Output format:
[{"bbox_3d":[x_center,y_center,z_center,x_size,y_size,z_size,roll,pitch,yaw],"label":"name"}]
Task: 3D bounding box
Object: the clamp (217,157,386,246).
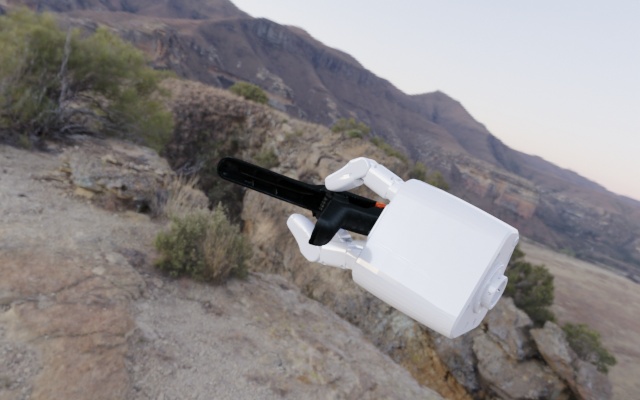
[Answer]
[{"bbox_3d":[0.001,0.001,0.520,0.164,0.036,0.210,32,15,32],"label":"clamp"}]
